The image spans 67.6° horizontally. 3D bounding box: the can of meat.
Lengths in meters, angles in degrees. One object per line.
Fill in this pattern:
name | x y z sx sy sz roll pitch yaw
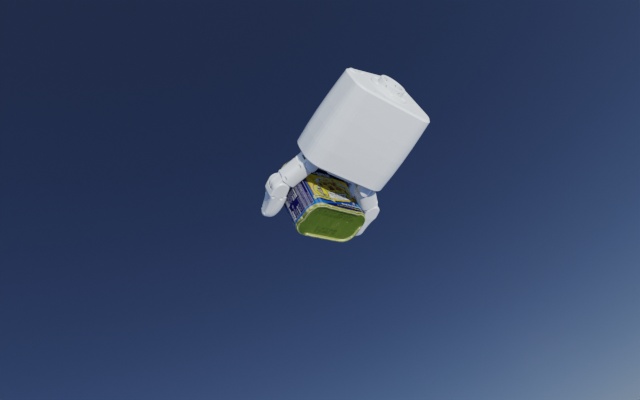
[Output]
can of meat | 0.000 0.002 0.610 0.102 0.057 0.084 13 35 -40
